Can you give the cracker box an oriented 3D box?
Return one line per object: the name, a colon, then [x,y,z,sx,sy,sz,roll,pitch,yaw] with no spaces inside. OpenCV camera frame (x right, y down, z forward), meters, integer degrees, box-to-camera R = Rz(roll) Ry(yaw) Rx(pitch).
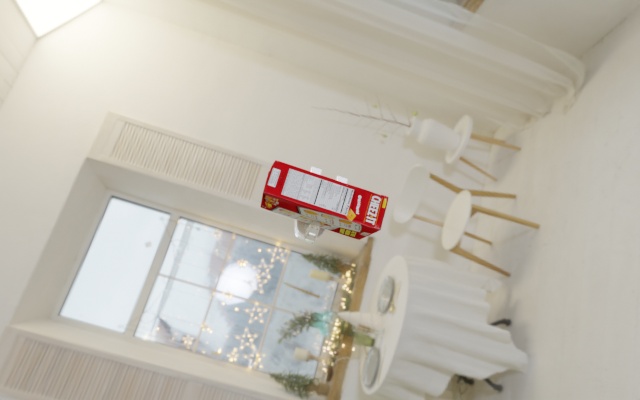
cracker box: [0.000,0.003,0.890,0.214,0.072,0.164,18,-12,-5]
